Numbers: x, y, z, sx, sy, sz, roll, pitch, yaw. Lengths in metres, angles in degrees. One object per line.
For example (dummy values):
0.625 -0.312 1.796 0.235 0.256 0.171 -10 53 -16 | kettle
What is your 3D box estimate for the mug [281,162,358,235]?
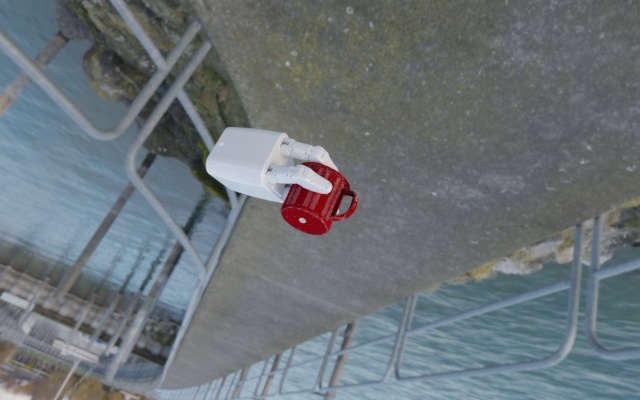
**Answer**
0.001 0.003 0.733 0.117 0.081 0.093 11 -30 23 | mug
